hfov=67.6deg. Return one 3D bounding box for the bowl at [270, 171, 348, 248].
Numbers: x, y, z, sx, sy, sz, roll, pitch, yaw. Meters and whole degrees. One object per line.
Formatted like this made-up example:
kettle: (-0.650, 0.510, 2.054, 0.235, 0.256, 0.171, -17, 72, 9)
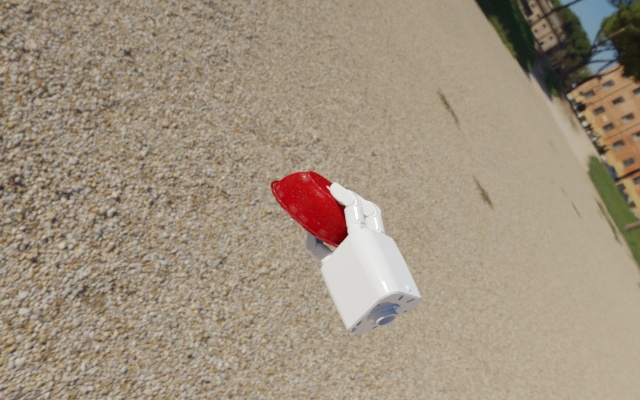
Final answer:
bowl: (0.000, 0.001, 0.762, 0.162, 0.055, 0.162, 37, 14, -11)
